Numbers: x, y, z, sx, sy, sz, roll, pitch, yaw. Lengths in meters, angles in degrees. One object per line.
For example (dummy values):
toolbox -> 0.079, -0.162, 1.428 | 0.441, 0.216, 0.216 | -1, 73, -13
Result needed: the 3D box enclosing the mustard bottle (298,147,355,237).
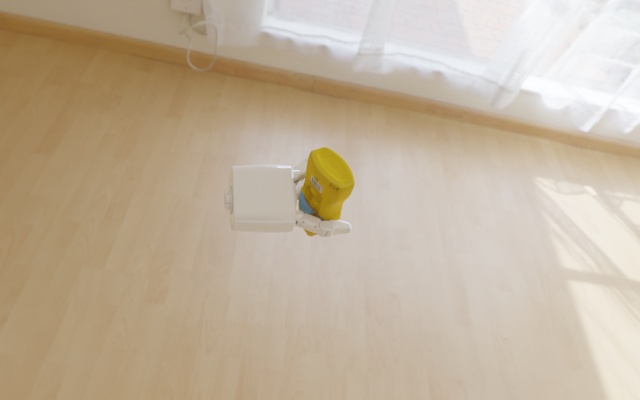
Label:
mustard bottle -> 0.000, 0.003, 0.856 | 0.058, 0.096, 0.192 | -22, -31, -31
